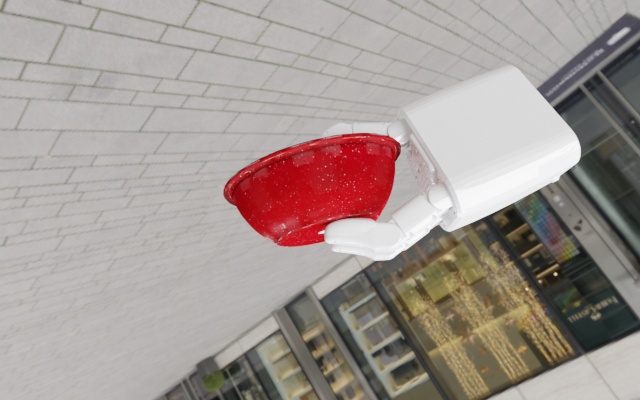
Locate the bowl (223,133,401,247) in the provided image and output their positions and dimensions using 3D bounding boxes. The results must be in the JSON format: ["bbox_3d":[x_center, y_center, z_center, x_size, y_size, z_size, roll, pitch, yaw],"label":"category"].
[{"bbox_3d":[-0.001,0.002,0.418,0.162,0.055,0.162,-14,-15,-4],"label":"bowl"}]
